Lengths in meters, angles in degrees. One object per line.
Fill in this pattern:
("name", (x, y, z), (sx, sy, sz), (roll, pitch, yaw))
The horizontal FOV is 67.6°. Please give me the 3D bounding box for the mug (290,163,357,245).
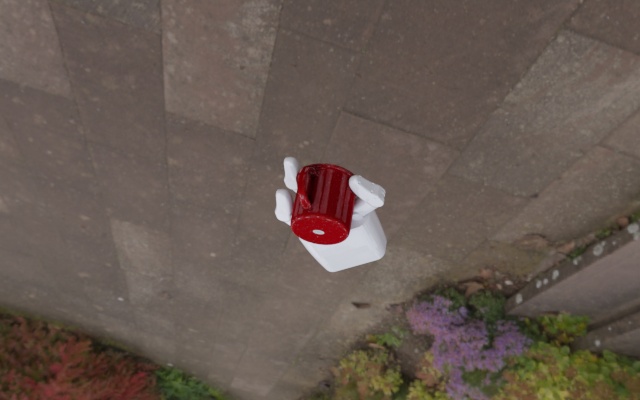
("mug", (0.000, 0.001, 0.647), (0.093, 0.081, 0.117), (-5, -35, 23))
